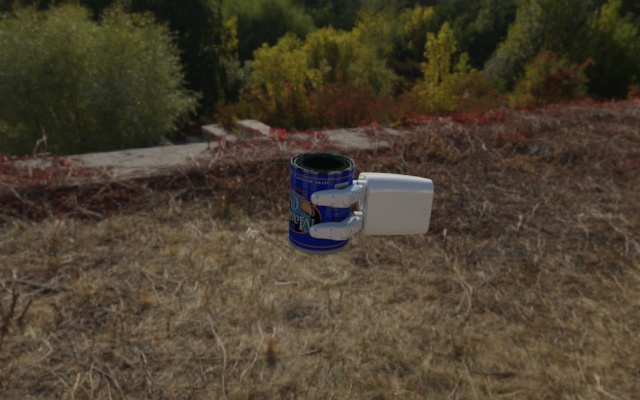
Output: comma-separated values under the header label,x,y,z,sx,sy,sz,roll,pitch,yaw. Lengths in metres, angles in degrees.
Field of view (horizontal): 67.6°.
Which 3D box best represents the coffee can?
label,x,y,z,sx,sy,sz,roll,pitch,yaw
coffee can,0.000,0.003,0.777,0.103,0.140,0.102,3,23,-1
